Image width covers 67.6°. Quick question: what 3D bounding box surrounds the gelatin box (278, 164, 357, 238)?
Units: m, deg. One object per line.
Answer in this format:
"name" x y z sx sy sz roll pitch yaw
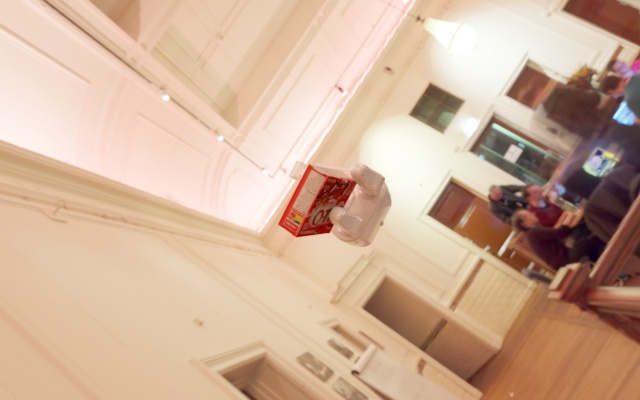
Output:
"gelatin box" 0.000 0.001 0.524 0.030 0.073 0.089 33 12 22
